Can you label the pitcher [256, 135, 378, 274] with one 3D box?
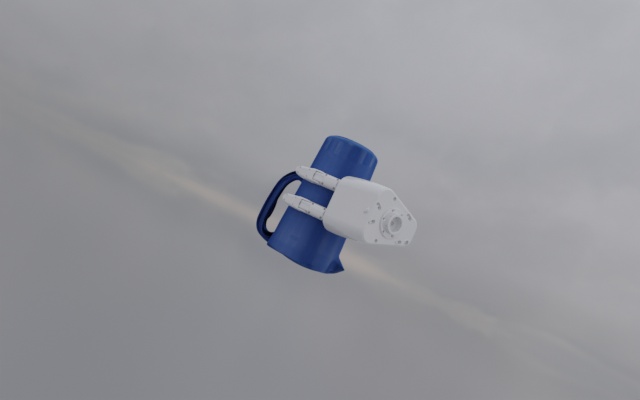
[{"bbox_3d":[0.000,0.003,0.888,0.149,0.243,0.145,28,-5,-33],"label":"pitcher"}]
